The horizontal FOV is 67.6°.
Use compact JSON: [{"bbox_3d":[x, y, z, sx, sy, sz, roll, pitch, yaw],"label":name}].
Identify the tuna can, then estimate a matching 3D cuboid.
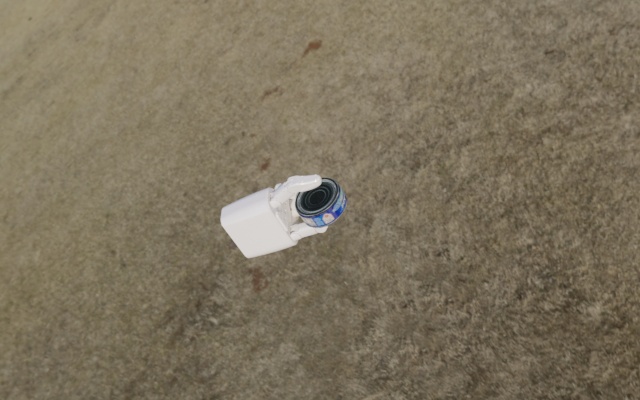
[{"bbox_3d":[0.000,0.002,0.809,0.086,0.086,0.034,0,-38,33],"label":"tuna can"}]
